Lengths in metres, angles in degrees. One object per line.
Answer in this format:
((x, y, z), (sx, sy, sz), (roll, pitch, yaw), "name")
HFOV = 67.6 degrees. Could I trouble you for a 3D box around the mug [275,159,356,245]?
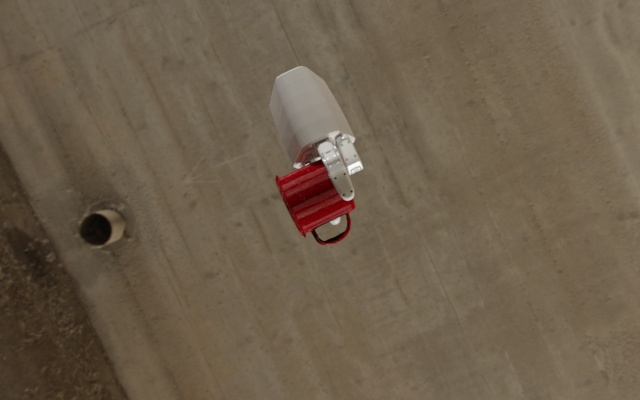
((0.001, 0.003, 0.641), (0.081, 0.117, 0.093), (-25, -8, 1), "mug")
